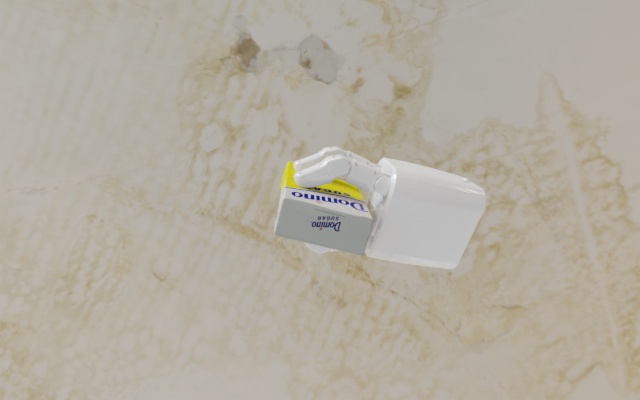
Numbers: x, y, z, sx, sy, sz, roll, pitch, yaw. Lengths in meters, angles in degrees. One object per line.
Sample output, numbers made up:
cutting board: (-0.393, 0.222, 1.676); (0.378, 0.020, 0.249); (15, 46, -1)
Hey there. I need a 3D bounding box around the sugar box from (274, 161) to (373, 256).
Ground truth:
sugar box: (0.000, 0.001, 0.540); (0.093, 0.048, 0.176); (14, 13, -7)
